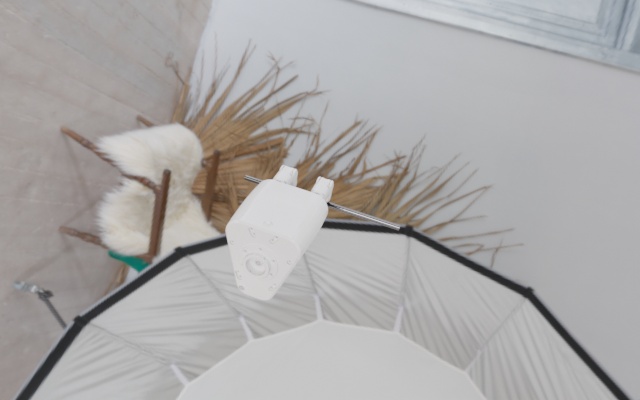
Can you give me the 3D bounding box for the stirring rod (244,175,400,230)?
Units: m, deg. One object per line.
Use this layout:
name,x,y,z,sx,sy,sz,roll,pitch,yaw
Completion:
stirring rod,0.000,0.002,0.701,0.239,0.011,0.011,18,3,8
